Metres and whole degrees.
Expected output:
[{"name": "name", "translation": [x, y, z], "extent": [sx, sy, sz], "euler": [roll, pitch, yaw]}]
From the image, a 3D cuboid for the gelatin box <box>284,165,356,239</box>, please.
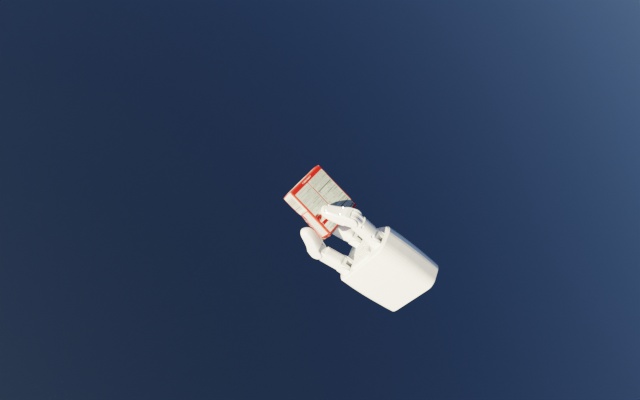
[{"name": "gelatin box", "translation": [0.000, 0.002, 0.732], "extent": [0.073, 0.089, 0.030], "euler": [-47, 6, -33]}]
